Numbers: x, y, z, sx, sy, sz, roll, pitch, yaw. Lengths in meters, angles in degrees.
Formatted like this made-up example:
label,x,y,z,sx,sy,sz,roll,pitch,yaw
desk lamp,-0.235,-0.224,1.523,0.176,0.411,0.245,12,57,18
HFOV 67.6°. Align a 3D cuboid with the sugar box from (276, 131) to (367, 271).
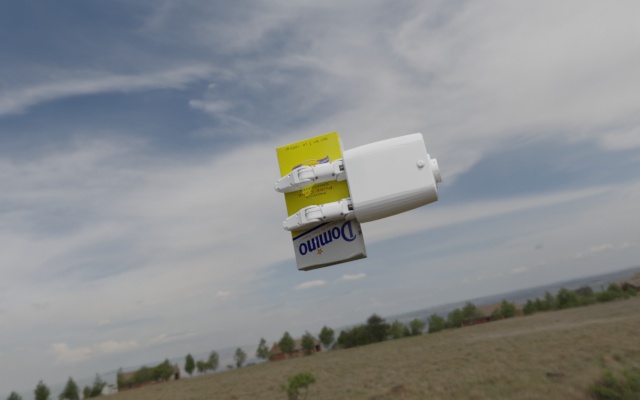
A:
label,x,y,z,sx,sy,sz,roll,pitch,yaw
sugar box,0.000,0.002,0.661,0.093,0.176,0.048,-15,-16,13
